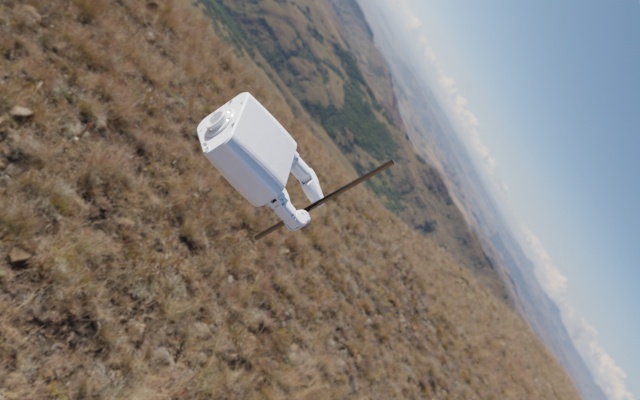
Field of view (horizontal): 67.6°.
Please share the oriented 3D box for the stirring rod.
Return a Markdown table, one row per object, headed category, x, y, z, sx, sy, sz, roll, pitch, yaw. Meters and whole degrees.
| category | x | y | z | sx | sy | sz | roll | pitch | yaw |
| --- | --- | --- | --- | --- | --- | --- | --- | --- | --- |
| stirring rod | 0.000 | 0.002 | 0.697 | 0.239 | 0.011 | 0.011 | -29 | -10 | 18 |
